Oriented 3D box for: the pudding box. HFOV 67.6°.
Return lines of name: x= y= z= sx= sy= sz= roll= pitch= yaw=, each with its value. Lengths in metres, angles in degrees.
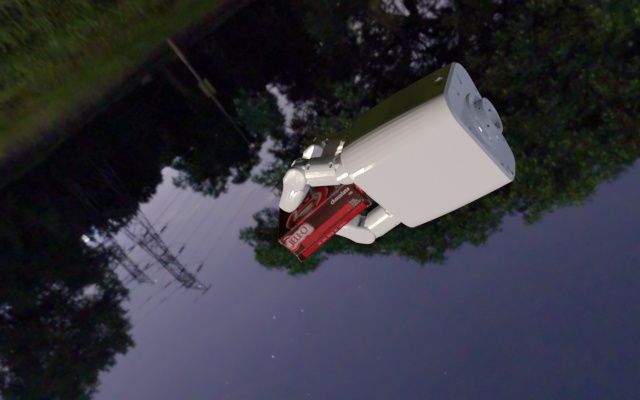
pudding box: x=0.000 y=0.002 z=0.491 sx=0.090 sy=0.039 sz=0.113 roll=-40 pitch=16 yaw=10
